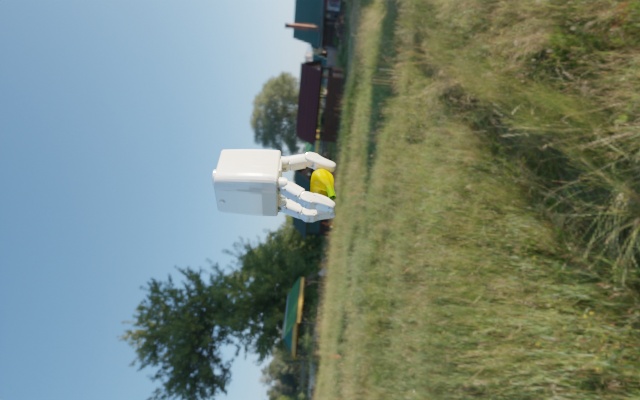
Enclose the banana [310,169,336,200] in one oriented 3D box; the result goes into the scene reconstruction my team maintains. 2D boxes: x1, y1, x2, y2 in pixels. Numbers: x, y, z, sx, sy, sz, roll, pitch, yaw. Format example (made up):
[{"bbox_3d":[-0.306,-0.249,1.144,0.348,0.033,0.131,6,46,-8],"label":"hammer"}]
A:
[{"bbox_3d":[0.000,-0.016,0.881,0.037,0.069,0.198,0,-11,-4],"label":"banana"}]
